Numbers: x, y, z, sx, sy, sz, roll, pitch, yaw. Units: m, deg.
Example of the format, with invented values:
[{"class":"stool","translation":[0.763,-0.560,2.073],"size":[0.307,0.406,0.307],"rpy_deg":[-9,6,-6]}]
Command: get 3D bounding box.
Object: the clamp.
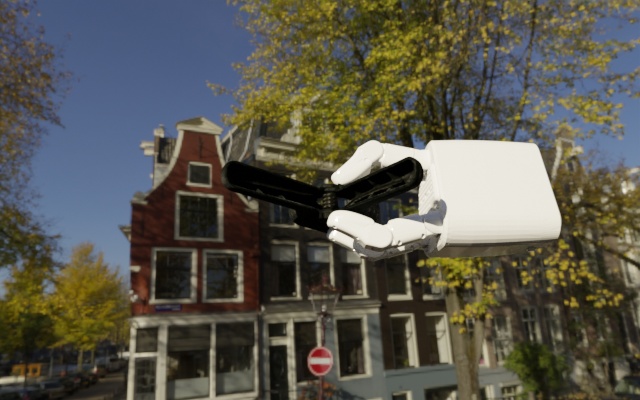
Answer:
[{"class":"clamp","translation":[0.000,0.001,0.469],"size":[0.164,0.036,0.210],"rpy_deg":[2,-16,1]}]
